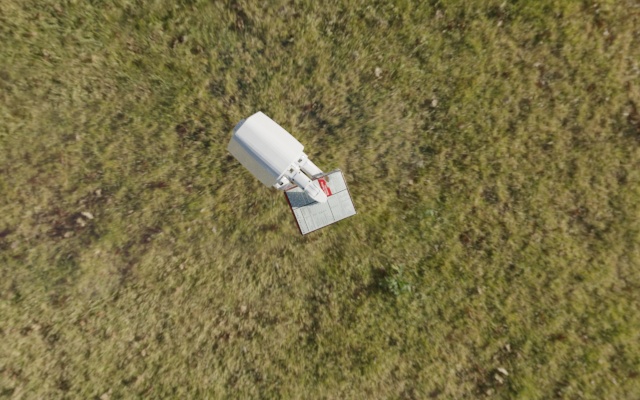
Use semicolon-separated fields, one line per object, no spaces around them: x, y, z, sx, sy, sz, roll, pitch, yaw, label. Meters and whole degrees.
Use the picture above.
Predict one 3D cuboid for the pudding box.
0.000;0.003;0.872;0.113;0.090;0.039;-21;7;-3;pudding box
